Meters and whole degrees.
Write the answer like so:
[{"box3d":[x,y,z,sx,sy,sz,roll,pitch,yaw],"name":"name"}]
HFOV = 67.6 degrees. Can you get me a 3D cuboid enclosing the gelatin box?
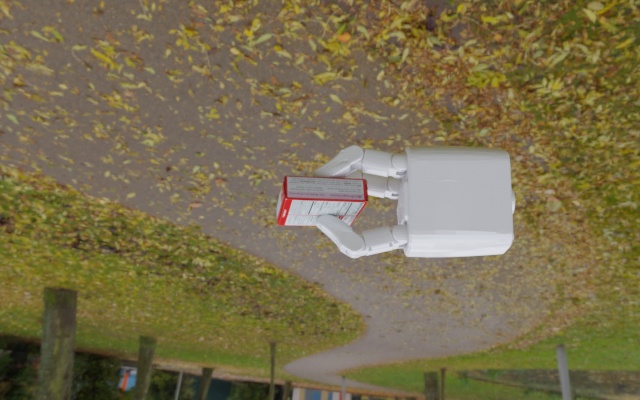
[{"box3d":[0.000,0.002,0.518,0.089,0.030,0.073,1,-24,-11],"name":"gelatin box"}]
